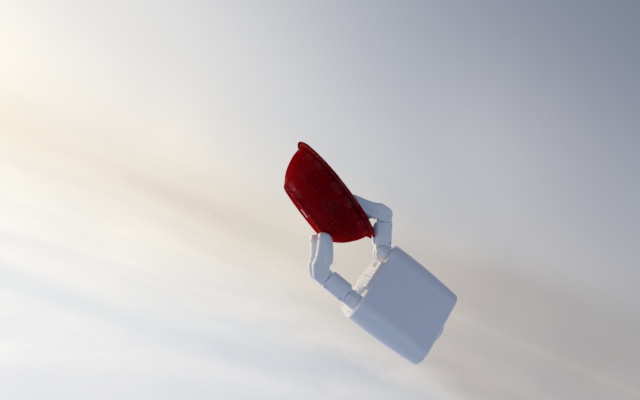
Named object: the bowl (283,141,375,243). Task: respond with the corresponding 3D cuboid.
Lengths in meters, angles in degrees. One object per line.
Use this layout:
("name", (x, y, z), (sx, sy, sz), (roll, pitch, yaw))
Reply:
("bowl", (-0.001, 0.001, 0.630), (0.055, 0.162, 0.162), (-38, 5, -7))
